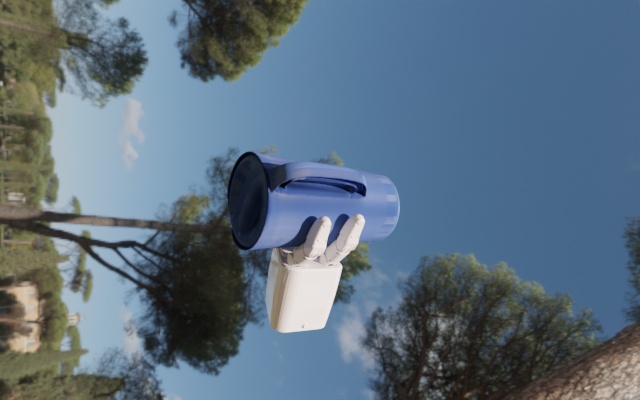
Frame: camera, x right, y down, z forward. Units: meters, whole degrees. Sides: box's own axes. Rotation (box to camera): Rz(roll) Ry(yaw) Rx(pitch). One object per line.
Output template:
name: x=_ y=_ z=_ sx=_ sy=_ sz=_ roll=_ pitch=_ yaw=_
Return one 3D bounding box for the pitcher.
pitcher: x=0.000 y=0.002 z=0.693 sx=0.243 sy=0.145 sz=0.149 roll=3 pitch=19 yaw=-33
